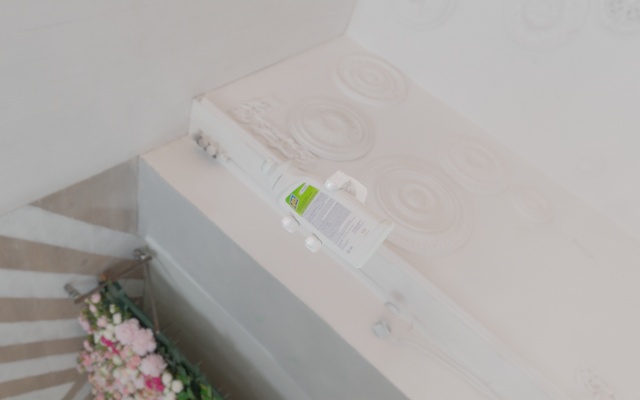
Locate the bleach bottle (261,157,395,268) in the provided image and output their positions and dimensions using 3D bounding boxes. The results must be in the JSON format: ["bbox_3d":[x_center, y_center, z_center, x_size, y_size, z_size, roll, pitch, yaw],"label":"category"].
[{"bbox_3d":[0.000,0.003,0.835,0.251,0.102,0.068,39,9,14],"label":"bleach bottle"}]
